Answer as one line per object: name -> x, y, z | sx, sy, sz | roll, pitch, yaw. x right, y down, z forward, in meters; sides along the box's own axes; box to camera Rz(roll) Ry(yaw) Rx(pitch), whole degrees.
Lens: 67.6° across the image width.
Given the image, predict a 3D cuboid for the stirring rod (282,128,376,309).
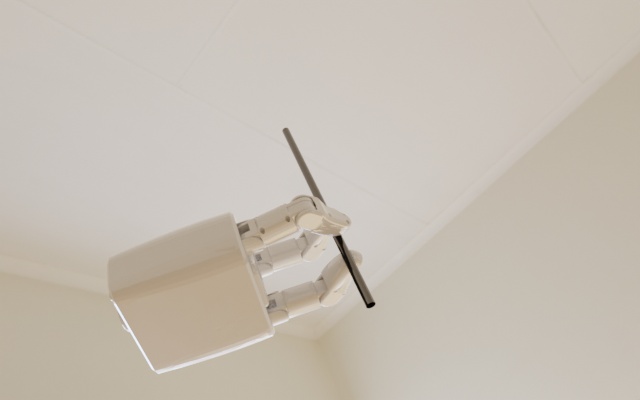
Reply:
stirring rod -> 0.000, 0.002, 0.449 | 0.011, 0.011, 0.239 | 0, 41, -25
